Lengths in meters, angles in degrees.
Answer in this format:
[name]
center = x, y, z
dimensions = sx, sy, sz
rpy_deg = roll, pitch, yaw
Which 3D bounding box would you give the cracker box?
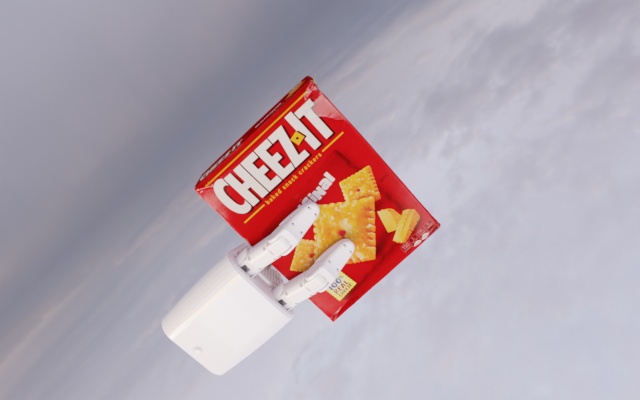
[cracker box]
center = 0.000, 0.002, 0.519
dimensions = 0.164, 0.214, 0.072
rpy_deg = -42, 16, 7
